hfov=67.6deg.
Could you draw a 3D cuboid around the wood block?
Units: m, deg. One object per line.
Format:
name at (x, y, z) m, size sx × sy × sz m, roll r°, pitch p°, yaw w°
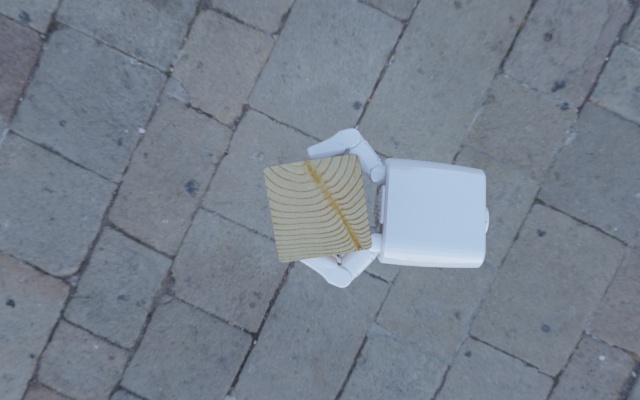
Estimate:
wood block at (0.000, 0.001, 0.535) m, size 0.090 × 0.091 × 0.206 m, roll -9°, pitch 2°, yaw 2°
